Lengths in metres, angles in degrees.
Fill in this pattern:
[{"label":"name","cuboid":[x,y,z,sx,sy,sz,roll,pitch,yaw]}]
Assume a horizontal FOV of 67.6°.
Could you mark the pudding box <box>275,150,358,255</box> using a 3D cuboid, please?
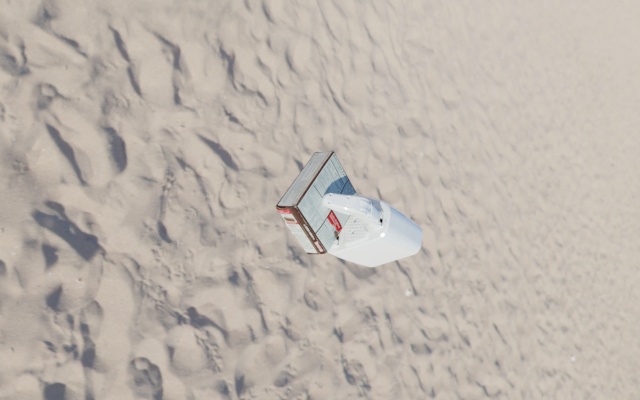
[{"label":"pudding box","cuboid":[0.000,0.002,0.636,0.039,0.090,0.113,-4,40,39]}]
